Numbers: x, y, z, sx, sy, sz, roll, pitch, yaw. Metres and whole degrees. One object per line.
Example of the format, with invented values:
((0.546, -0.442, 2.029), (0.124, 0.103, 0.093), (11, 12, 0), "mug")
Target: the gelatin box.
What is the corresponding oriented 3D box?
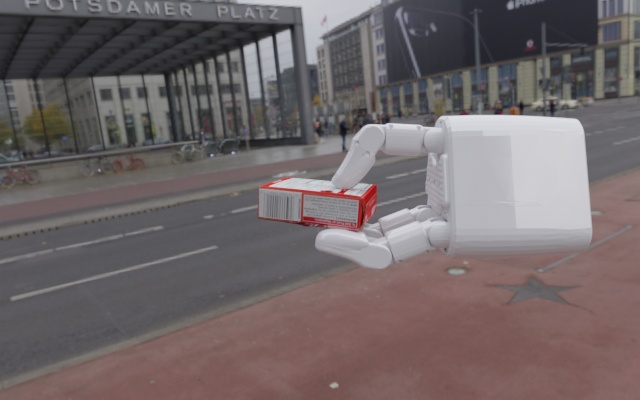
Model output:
((0.000, 0.001, 0.410), (0.089, 0.030, 0.073), (6, 11, 13), "gelatin box")
